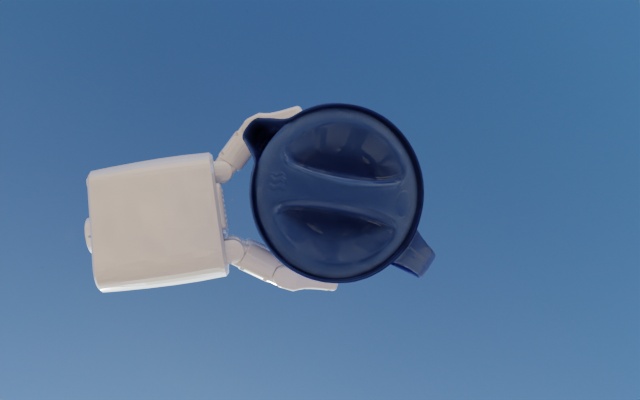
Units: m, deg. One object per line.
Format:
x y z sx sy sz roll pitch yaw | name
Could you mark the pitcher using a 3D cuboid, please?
0.000 0.001 0.463 0.145 0.149 0.243 -10 2 -11 | pitcher
